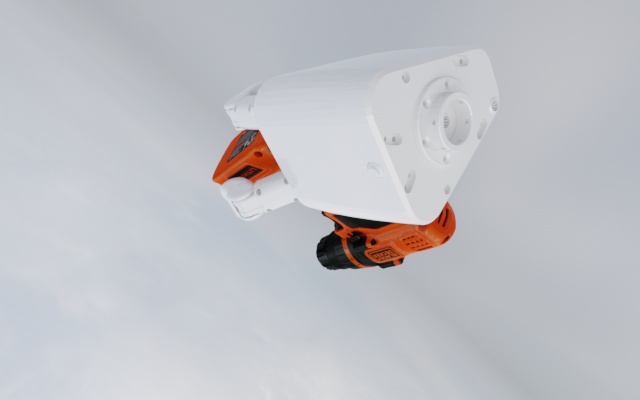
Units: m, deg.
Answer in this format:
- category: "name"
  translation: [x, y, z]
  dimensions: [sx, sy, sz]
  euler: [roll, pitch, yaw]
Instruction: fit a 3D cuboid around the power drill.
- category: "power drill"
  translation: [0.000, 0.001, 0.439]
  dimensions: [0.188, 0.057, 0.184]
  euler: [32, -32, -21]
